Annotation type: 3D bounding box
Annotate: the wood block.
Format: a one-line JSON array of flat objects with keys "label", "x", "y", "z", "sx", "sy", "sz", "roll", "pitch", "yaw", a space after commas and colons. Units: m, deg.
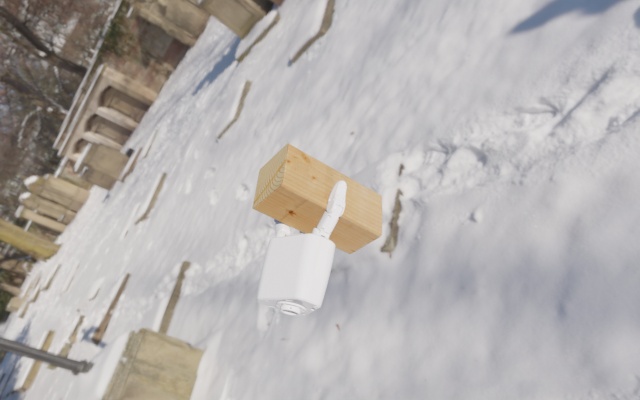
[{"label": "wood block", "x": 0.000, "y": 0.003, "z": 0.818, "sx": 0.206, "sy": 0.090, "sz": 0.091, "roll": 27, "pitch": -42, "yaw": -27}]
